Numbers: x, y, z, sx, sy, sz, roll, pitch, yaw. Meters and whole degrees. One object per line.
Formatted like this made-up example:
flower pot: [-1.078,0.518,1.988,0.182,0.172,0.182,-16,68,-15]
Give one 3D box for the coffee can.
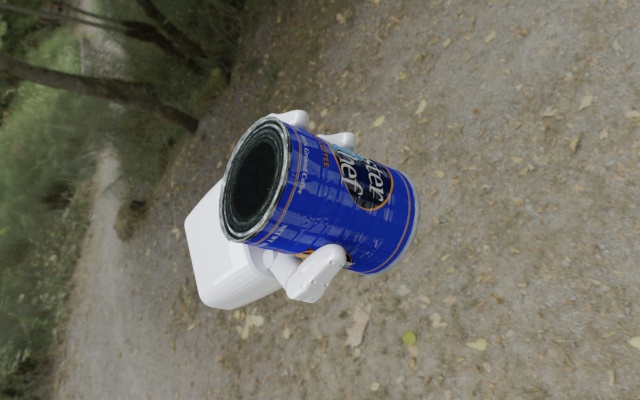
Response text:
coffee can: [0.000,0.001,0.407,0.140,0.103,0.103,19,-11,-34]
